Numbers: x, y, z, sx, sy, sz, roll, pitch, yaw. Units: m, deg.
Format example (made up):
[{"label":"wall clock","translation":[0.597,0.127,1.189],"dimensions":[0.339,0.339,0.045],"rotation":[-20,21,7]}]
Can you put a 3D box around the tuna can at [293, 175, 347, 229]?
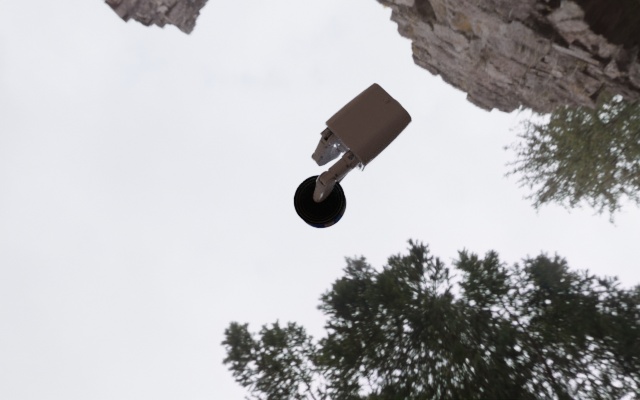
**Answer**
[{"label":"tuna can","translation":[0.000,0.003,0.788],"dimensions":[0.086,0.086,0.034],"rotation":[0,-15,9]}]
